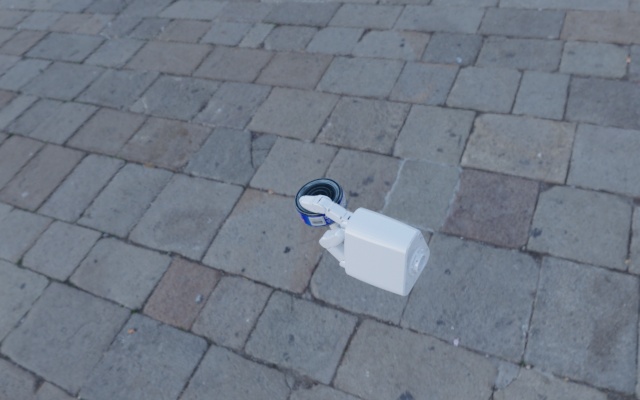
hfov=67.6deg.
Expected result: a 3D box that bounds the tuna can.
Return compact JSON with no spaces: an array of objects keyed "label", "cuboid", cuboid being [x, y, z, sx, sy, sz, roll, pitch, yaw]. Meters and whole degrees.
[{"label":"tuna can","cuboid":[0.000,0.002,0.811,0.086,0.086,0.034,0,-40,21]}]
